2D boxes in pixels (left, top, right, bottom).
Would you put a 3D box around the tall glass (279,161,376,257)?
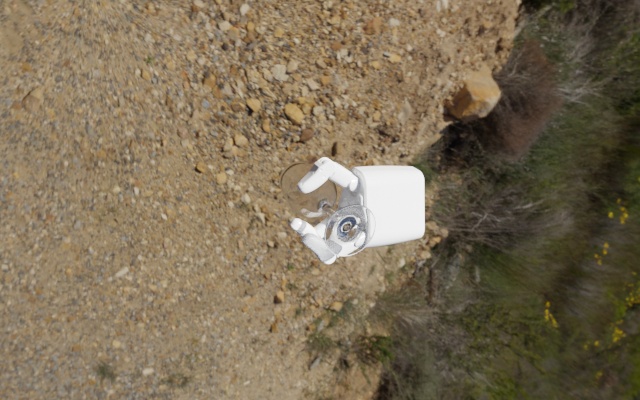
[{"bbox_3d":[0.000,0.002,0.698,0.079,0.079,0.201,0,22,-25],"label":"tall glass"}]
